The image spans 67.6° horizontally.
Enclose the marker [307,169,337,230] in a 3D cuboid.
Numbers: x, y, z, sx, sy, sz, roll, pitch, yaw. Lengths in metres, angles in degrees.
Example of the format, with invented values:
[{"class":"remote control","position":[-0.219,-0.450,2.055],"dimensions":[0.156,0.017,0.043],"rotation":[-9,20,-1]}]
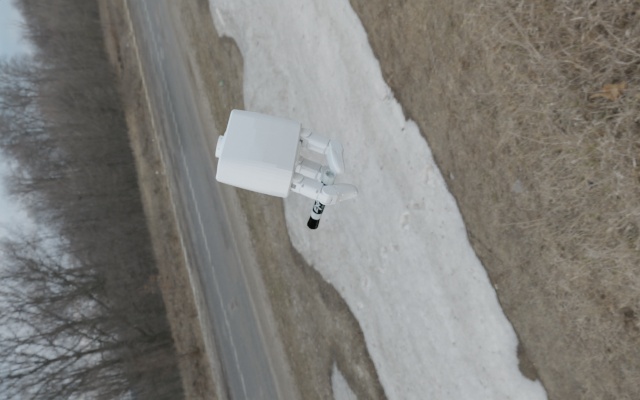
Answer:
[{"class":"marker","position":[0.000,0.002,0.725],"dimensions":[0.020,0.020,0.121],"rotation":[0,-42,-18]}]
